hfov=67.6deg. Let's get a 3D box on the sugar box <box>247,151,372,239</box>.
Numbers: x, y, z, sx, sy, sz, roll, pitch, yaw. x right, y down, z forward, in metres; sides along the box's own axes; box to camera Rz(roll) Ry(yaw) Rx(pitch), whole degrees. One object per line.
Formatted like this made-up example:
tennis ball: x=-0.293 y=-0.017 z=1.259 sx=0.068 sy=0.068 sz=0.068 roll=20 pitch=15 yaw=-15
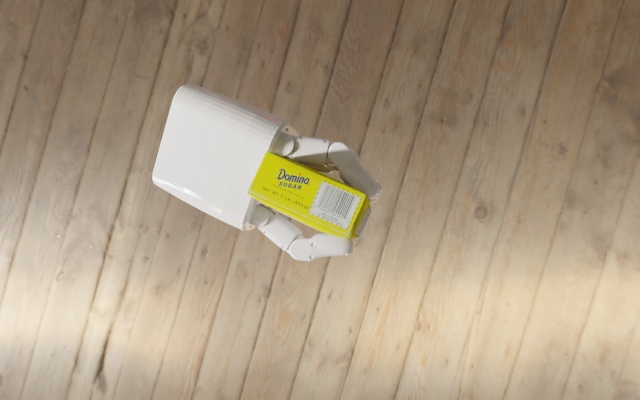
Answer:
sugar box: x=0.000 y=0.001 z=0.465 sx=0.093 sy=0.048 sz=0.176 roll=25 pitch=1 yaw=8
